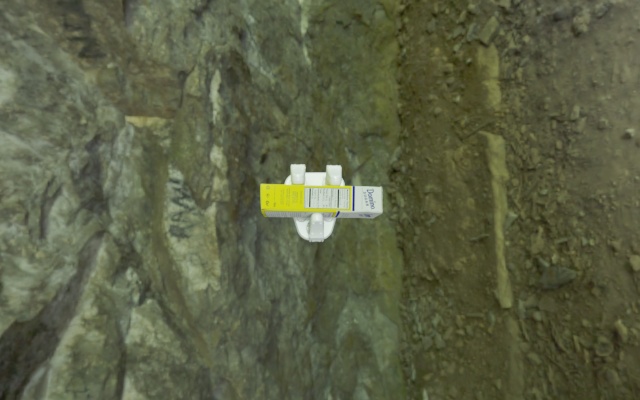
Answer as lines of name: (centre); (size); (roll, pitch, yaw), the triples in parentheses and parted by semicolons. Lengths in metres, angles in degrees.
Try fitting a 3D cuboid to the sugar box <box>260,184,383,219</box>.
sugar box: (0.000, 0.002, 0.723); (0.176, 0.048, 0.093); (-1, -7, -3)
